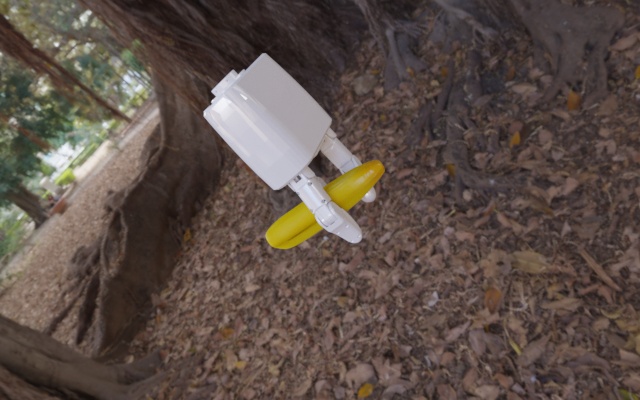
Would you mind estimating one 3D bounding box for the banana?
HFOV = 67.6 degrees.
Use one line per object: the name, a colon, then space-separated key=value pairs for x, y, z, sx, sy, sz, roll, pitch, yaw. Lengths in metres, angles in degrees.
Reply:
banana: x=-0.010 y=0.014 z=0.544 sx=0.198 sy=0.037 sz=0.069 roll=-34 pitch=14 yaw=43
